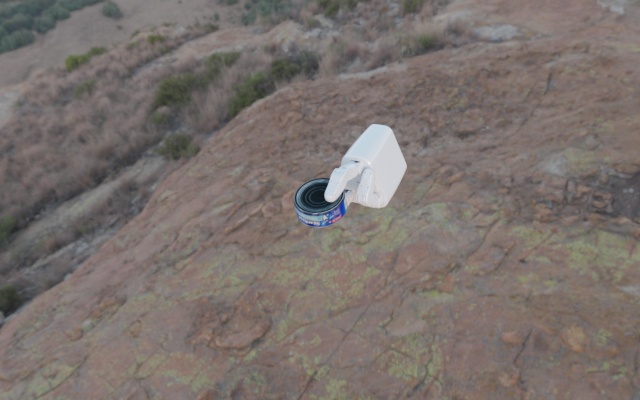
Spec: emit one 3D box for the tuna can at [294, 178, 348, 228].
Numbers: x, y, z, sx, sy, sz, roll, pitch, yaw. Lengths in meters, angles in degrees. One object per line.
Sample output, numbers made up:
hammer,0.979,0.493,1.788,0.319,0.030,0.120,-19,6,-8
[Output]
tuna can,0.000,0.002,0.777,0.086,0.086,0.034,0,-44,13
